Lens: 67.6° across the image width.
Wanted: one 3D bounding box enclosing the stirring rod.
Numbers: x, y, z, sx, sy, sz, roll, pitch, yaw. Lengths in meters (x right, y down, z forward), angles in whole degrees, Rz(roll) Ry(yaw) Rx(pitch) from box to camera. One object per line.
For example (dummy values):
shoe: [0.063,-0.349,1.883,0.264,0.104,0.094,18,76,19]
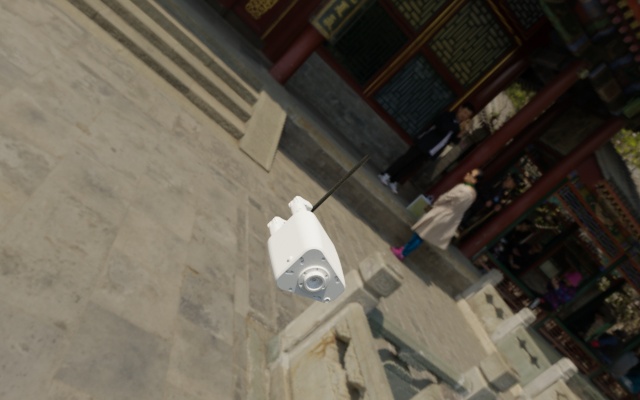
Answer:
stirring rod: [0.000,0.003,0.864,0.239,0.011,0.011,-44,-12,13]
